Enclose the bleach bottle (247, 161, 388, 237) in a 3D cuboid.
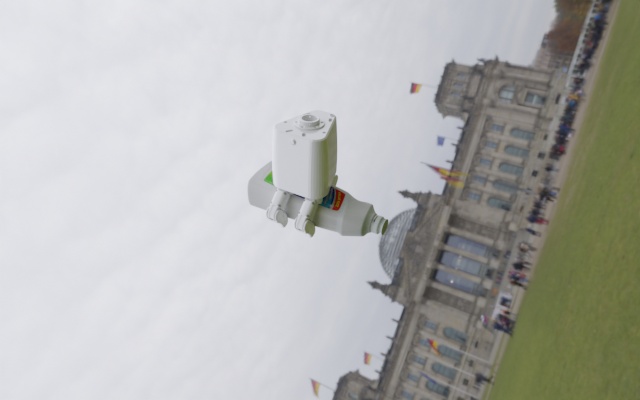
[{"bbox_3d":[0.000,0.003,0.834,0.251,0.068,0.102,18,38,23],"label":"bleach bottle"}]
